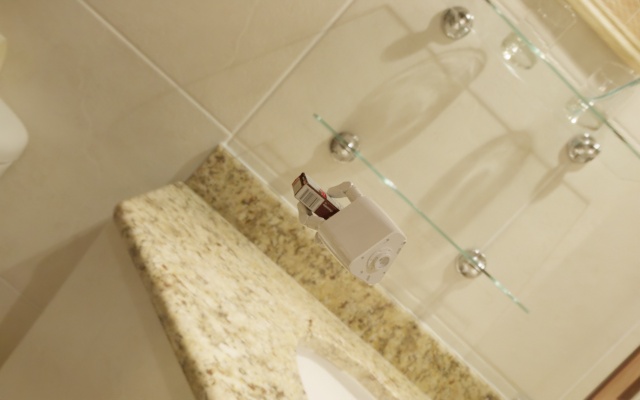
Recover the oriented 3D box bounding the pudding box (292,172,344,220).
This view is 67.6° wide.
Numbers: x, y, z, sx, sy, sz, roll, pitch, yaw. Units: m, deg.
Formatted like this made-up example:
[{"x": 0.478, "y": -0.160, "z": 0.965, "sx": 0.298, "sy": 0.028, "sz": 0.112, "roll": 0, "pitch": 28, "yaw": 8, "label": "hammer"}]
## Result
[{"x": 0.000, "y": 0.003, "z": 0.898, "sx": 0.113, "sy": 0.039, "sz": 0.090, "roll": 42, "pitch": 7, "yaw": -16, "label": "pudding box"}]
